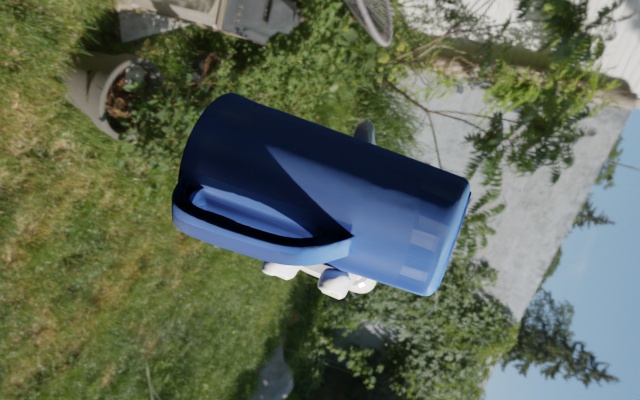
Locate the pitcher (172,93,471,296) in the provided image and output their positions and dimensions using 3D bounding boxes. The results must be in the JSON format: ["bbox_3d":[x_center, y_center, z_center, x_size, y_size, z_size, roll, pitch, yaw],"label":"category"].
[{"bbox_3d":[0.000,0.001,0.432,0.243,0.149,0.145,19,-13,15],"label":"pitcher"}]
